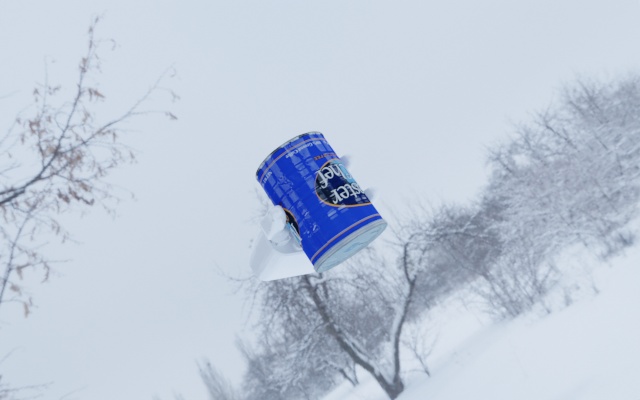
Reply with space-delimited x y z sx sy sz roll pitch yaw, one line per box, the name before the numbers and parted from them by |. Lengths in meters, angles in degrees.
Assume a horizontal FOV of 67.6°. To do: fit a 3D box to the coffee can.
coffee can | 0.000 0.002 0.583 0.103 0.140 0.103 -32 -16 -10
